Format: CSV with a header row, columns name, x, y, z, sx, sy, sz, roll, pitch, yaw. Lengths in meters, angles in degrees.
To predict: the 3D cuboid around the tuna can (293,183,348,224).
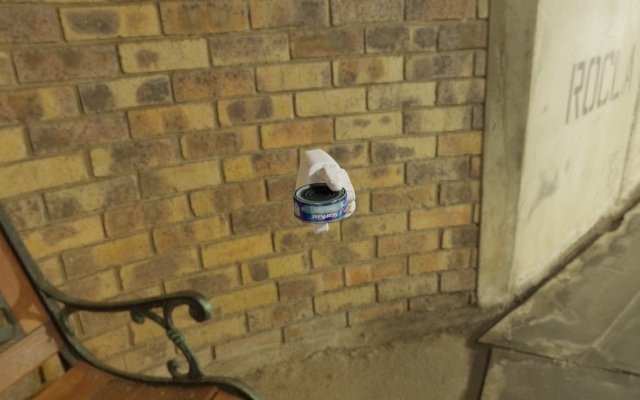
name,x,y,z,sx,sy,sz,roll,pitch,yaw
tuna can,0.000,0.002,0.744,0.086,0.034,0.086,-3,24,1
